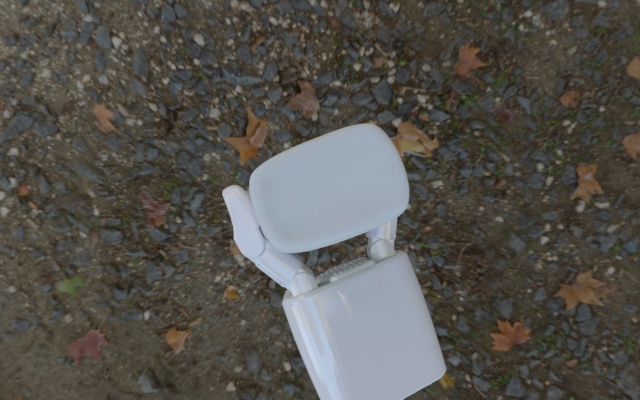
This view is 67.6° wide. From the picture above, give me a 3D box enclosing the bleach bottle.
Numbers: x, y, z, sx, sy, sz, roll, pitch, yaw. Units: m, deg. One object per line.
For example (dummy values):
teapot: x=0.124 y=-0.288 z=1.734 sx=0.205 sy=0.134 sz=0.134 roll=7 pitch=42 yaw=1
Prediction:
bleach bottle: x=0.000 y=0.001 z=0.420 sx=0.102 sy=0.068 sz=0.251 roll=-20 pitch=-3 yaw=-3
